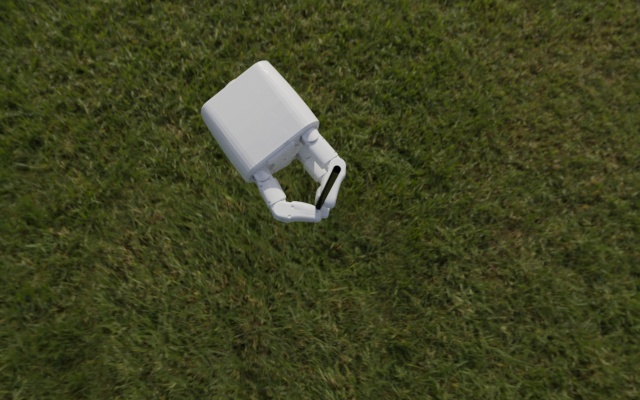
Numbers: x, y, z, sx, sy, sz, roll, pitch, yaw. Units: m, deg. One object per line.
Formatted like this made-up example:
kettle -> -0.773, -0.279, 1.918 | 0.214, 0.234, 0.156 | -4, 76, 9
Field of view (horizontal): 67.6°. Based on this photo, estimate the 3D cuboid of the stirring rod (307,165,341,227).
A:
stirring rod -> 0.000, 0.002, 0.559 | 0.011, 0.011, 0.239 | 0, -15, -8
